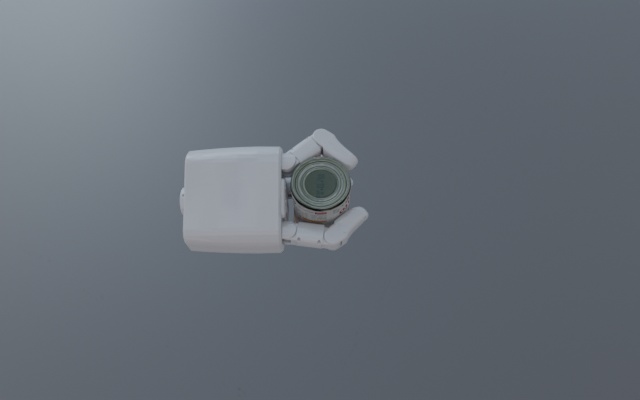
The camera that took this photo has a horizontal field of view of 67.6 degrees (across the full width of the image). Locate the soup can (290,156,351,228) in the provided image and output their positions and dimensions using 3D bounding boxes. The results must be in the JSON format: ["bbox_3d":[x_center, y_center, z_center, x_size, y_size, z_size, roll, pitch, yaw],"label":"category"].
[{"bbox_3d":[0.001,0.002,0.557,0.068,0.068,0.102,0,-26,0],"label":"soup can"}]
